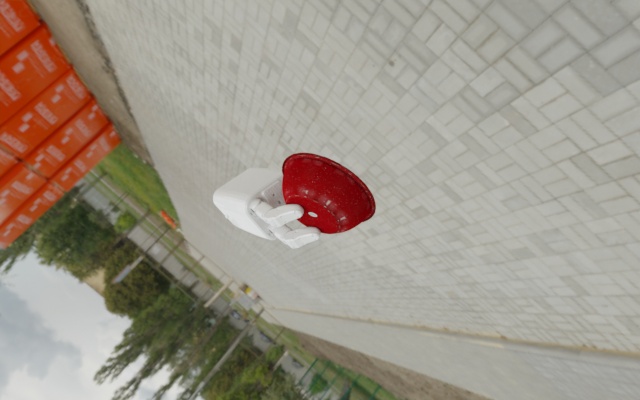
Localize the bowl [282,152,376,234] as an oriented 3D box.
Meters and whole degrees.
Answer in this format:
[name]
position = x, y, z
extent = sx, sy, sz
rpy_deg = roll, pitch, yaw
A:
[bowl]
position = 0.001, 0.003, 0.724
extent = 0.162, 0.055, 0.162
rpy_deg = 23, -29, 14
